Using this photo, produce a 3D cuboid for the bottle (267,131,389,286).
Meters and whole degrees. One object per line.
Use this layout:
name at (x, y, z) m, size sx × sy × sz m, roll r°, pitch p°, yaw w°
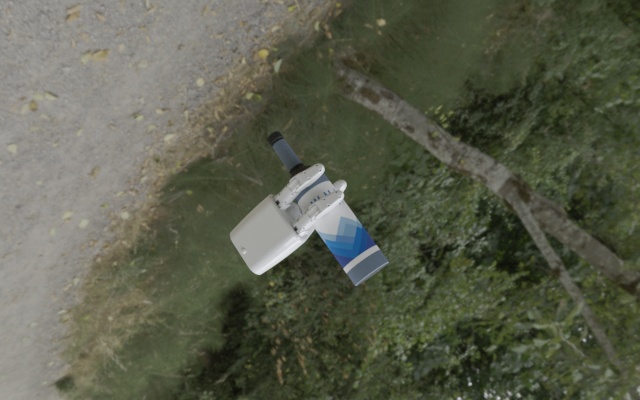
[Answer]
bottle at (0.000, 0.003, 0.803) m, size 0.069 × 0.295 × 0.069 m, roll -33°, pitch -14°, yaw -10°
